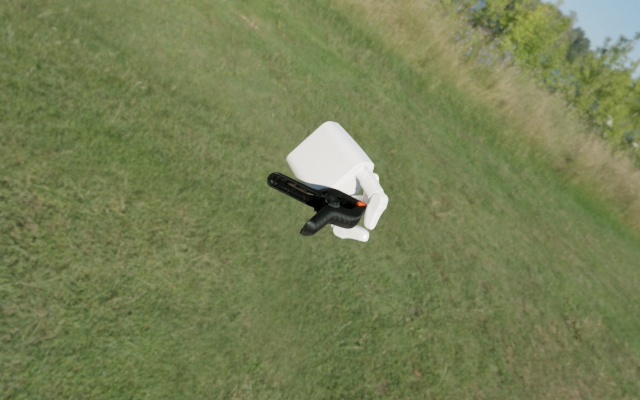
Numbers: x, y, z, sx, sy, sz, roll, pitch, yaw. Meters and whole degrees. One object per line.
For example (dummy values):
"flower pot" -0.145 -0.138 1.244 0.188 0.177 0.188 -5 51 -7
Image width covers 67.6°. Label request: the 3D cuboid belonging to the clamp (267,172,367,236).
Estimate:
"clamp" 0.001 0.002 0.716 0.171 0.120 0.039 1 -43 -53
